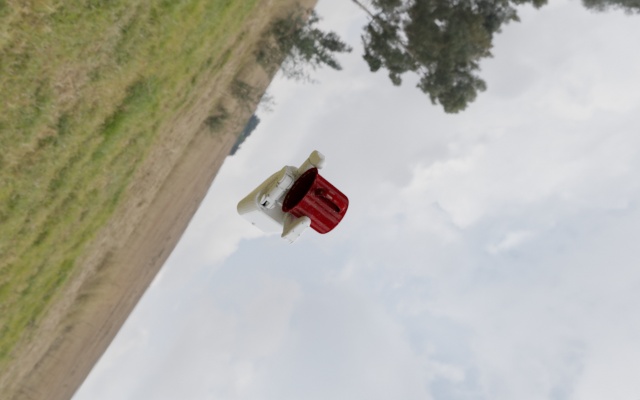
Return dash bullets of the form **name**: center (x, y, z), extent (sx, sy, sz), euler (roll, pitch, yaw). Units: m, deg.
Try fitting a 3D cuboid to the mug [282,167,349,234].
- **mug**: center (0.001, 0.003, 0.803), extent (0.081, 0.093, 0.117), euler (37, -23, -20)
